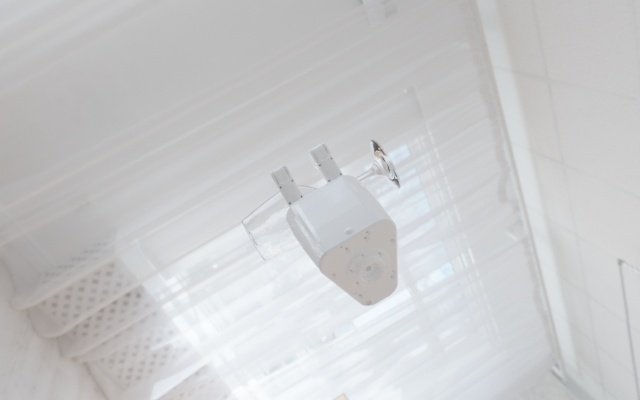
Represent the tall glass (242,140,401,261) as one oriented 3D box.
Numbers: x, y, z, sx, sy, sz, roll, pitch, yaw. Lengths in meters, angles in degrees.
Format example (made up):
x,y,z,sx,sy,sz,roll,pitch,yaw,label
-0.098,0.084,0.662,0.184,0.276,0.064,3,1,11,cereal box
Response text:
x,y,z,sx,sy,sz,roll,pitch,yaw,label
0.001,0.002,0.621,0.201,0.079,0.079,-30,3,-5,tall glass
